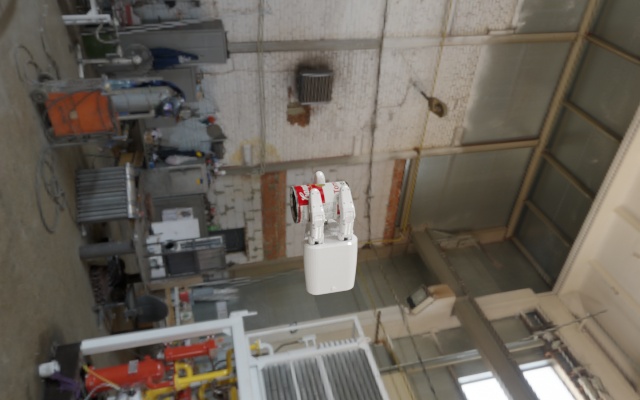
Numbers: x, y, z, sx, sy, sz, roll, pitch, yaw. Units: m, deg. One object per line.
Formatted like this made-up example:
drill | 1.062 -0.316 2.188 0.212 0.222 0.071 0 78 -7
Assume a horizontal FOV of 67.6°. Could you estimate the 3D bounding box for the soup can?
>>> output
soup can | 0.000 0.002 0.868 0.102 0.068 0.068 -6 1 -13
